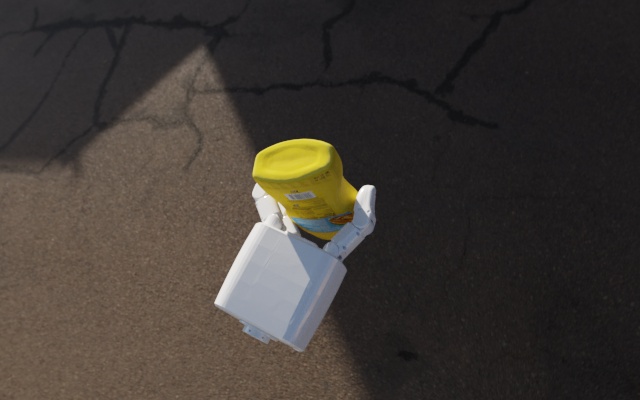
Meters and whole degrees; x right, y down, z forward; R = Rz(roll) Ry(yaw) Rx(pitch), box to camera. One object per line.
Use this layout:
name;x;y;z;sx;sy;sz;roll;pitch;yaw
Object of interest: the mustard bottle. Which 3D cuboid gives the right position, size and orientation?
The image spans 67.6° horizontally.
mustard bottle;0.000;0.002;0.589;0.096;0.058;0.192;-7;-31;19
